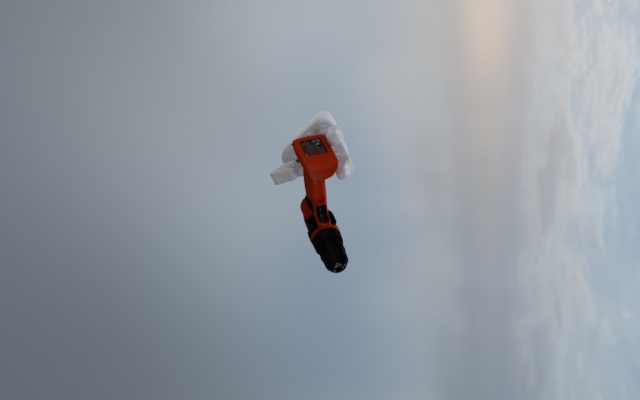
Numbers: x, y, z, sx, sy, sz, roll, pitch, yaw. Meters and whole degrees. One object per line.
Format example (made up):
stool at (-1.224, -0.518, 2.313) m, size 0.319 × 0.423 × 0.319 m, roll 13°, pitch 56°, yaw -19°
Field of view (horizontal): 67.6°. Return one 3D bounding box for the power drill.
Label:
power drill at (0.000, 0.002, 0.781) m, size 0.057 × 0.188 × 0.184 m, roll -13°, pitch 39°, yaw -12°
